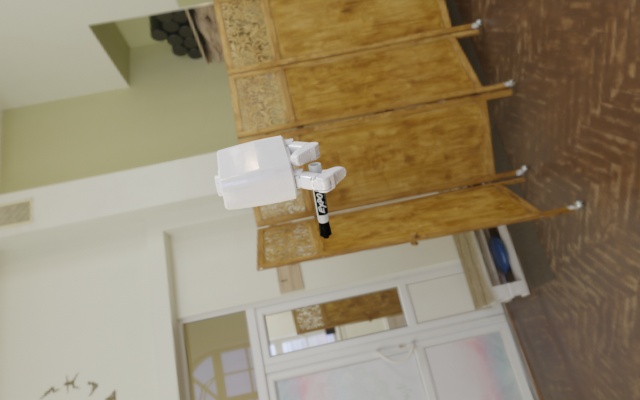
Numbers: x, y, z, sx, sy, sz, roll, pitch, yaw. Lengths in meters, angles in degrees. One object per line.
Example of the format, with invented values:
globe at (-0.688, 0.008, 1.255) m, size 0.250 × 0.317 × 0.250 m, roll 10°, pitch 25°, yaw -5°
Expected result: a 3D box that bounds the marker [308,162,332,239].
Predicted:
marker at (0.000, 0.002, 0.718) m, size 0.020 × 0.121 × 0.020 m, roll -8°, pitch 23°, yaw 3°
